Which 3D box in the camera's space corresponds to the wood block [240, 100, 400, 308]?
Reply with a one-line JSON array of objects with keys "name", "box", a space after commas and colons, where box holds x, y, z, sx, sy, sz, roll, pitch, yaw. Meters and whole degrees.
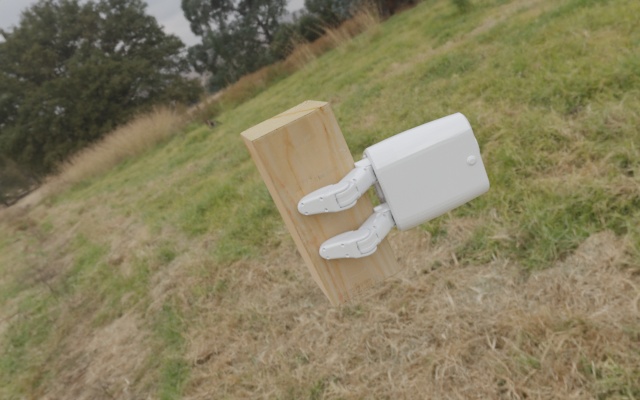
[{"name": "wood block", "box": [0.000, 0.001, 0.539, 0.090, 0.206, 0.090, -28, 19, -8]}]
